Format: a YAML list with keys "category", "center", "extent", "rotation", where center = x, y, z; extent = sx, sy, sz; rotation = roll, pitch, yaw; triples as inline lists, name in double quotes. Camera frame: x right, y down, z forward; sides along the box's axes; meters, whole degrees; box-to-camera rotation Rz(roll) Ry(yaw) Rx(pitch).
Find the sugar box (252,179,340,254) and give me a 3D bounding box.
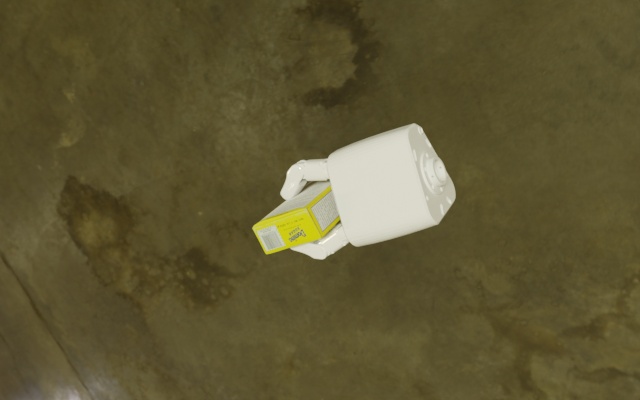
- category: "sugar box"
  center: [0.000, 0.003, 0.617]
  extent: [0.093, 0.048, 0.176]
  rotation: [-18, 12, 37]
